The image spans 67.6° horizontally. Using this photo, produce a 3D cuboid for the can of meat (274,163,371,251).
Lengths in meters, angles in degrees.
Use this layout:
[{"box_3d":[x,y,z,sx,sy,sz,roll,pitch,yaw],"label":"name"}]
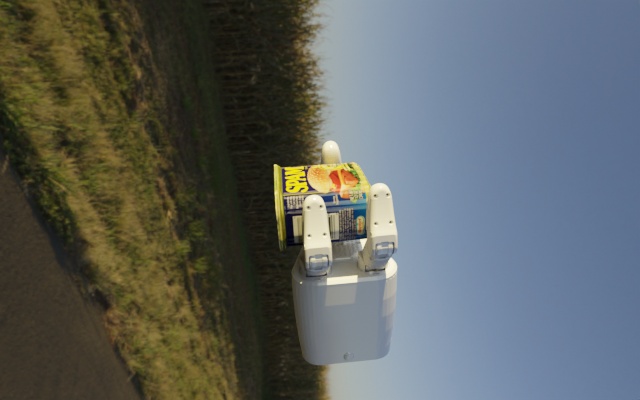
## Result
[{"box_3d":[0.000,0.001,0.450,0.084,0.057,0.102,-4,23,-4],"label":"can of meat"}]
